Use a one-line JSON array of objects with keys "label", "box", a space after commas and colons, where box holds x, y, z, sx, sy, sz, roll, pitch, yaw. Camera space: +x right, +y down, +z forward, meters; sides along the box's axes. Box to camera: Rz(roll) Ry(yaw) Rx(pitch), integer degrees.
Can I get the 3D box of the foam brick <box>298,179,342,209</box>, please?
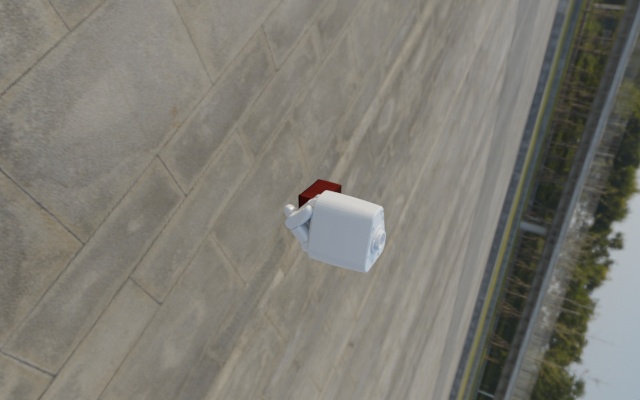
[{"label": "foam brick", "box": [0.000, 0.003, 0.879, 0.051, 0.053, 0.078, 14, 32, 24]}]
